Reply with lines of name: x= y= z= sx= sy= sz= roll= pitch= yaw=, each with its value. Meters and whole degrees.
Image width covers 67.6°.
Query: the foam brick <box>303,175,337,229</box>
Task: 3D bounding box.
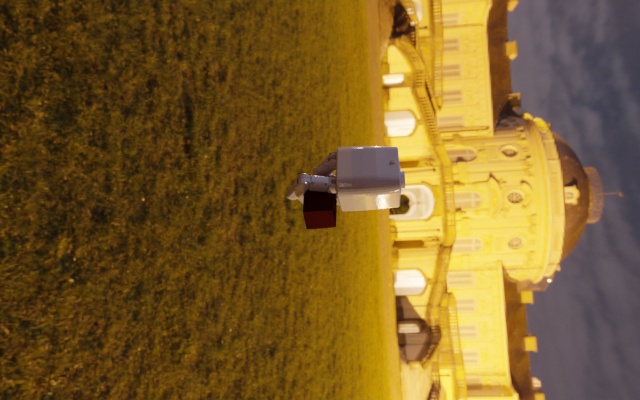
foam brick: x=0.000 y=0.003 z=0.819 sx=0.051 sy=0.078 sz=0.053 roll=-2 pitch=-37 yaw=7
